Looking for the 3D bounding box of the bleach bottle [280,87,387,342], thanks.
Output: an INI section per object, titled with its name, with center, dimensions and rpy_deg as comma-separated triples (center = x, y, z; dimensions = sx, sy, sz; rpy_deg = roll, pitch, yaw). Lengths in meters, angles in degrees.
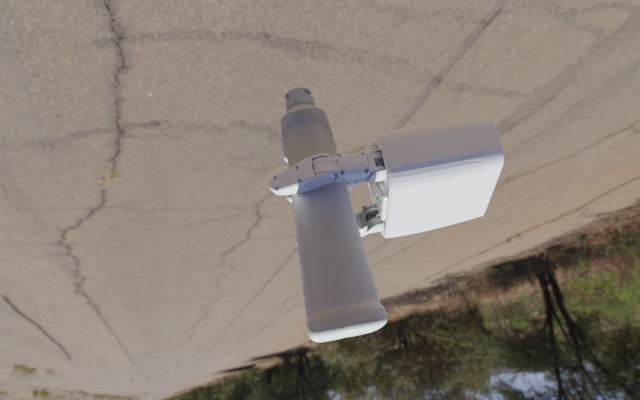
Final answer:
[bleach bottle]
center = 0.000, 0.002, 0.457
dimensions = 0.068, 0.250, 0.103
rpy_deg = -10, -19, -3
